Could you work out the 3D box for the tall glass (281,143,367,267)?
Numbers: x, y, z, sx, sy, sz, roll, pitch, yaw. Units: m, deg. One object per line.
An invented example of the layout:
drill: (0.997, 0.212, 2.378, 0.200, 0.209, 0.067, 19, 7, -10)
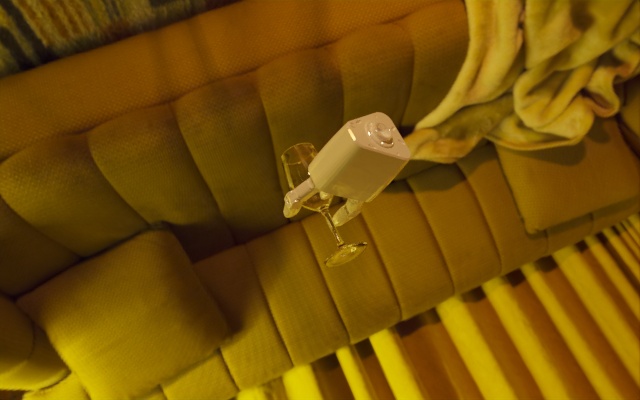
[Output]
tall glass: (0.000, 0.003, 0.779, 0.079, 0.201, 0.079, -22, -24, -10)
